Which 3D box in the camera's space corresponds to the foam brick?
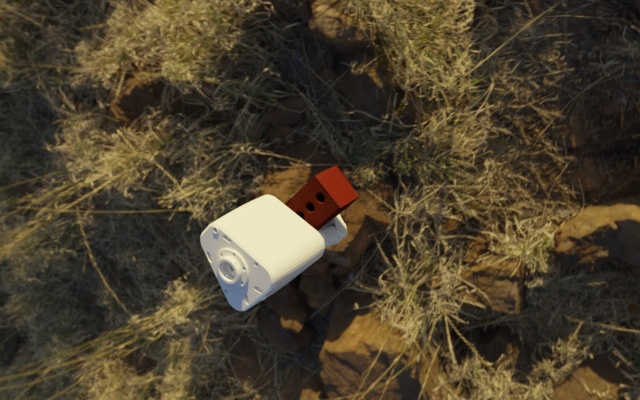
[{"bbox_3d":[0.000,0.002,0.620,0.078,0.053,0.051,-43,-10,37],"label":"foam brick"}]
